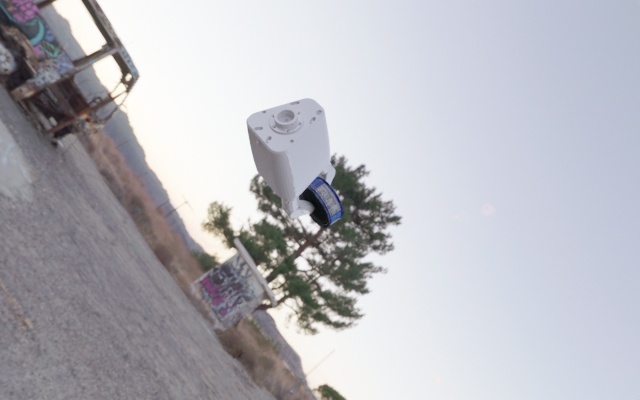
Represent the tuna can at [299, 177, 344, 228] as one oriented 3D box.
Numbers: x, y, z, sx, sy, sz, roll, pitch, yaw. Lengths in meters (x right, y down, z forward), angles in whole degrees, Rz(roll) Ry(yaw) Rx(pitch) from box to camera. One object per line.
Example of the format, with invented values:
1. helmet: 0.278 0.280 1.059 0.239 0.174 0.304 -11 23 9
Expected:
1. tuna can: 0.001 0.002 0.809 0.033 0.086 0.086 -34 13 -21
